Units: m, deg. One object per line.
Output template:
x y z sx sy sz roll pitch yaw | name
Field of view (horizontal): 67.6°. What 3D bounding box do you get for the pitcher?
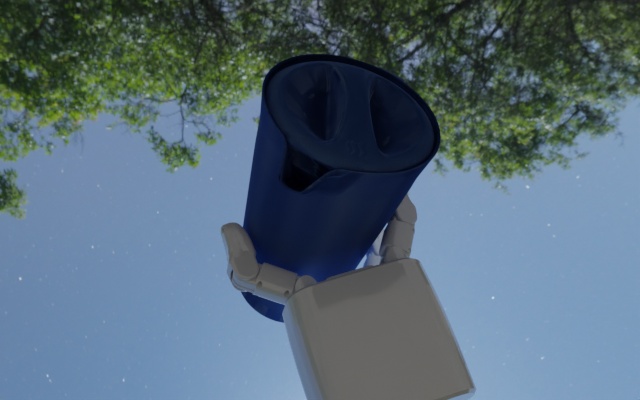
0.000 0.002 0.429 0.149 0.145 0.243 -4 -39 -23 | pitcher
